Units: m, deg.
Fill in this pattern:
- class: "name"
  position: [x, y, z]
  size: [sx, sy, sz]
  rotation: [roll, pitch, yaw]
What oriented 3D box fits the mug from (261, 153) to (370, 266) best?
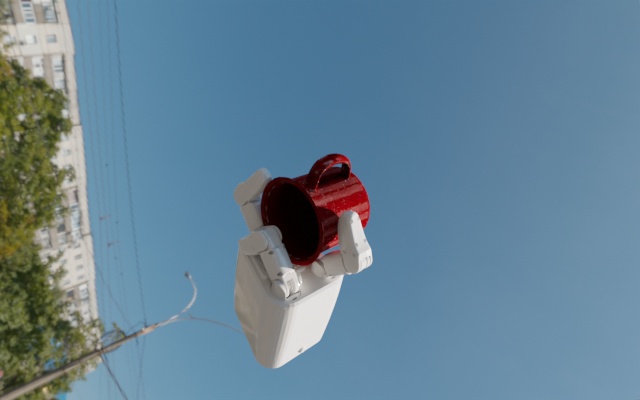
- class: "mug"
  position: [0.000, 0.000, 0.496]
  size: [0.081, 0.117, 0.093]
  rotation: [-21, 48, -41]
